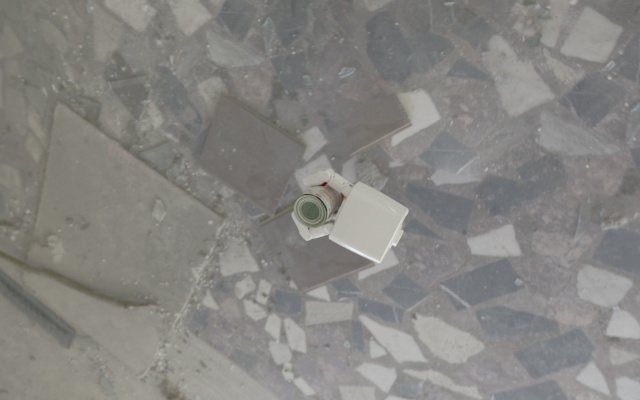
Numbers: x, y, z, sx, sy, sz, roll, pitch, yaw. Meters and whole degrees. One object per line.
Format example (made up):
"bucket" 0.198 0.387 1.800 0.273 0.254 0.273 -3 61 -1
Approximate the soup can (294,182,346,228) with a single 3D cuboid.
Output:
"soup can" 0.000 0.003 0.895 0.068 0.068 0.102 0 20 24
